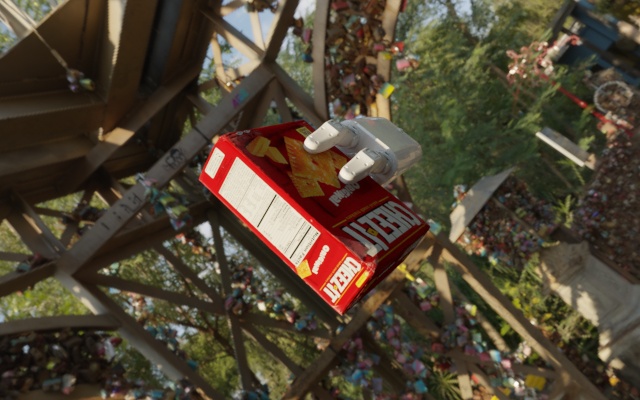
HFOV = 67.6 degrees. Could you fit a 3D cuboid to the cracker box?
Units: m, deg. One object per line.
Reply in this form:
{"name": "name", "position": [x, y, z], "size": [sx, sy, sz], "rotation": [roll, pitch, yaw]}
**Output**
{"name": "cracker box", "position": [0.000, 0.002, 0.536], "size": [0.213, 0.072, 0.164], "rotation": [41, 31, 16]}
